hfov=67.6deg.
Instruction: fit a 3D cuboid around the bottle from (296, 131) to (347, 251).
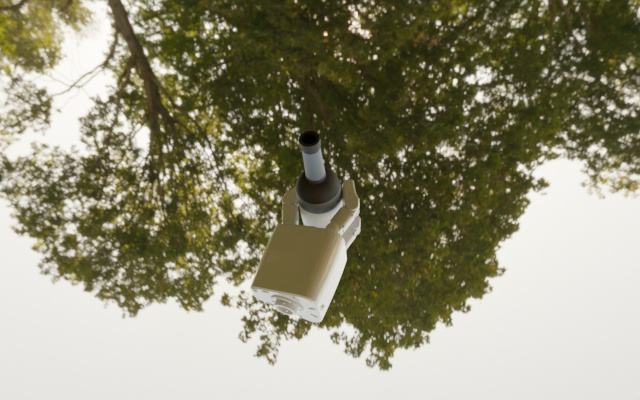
[{"bbox_3d":[0.000,0.002,0.729,0.069,0.069,0.296,0,-34,7],"label":"bottle"}]
